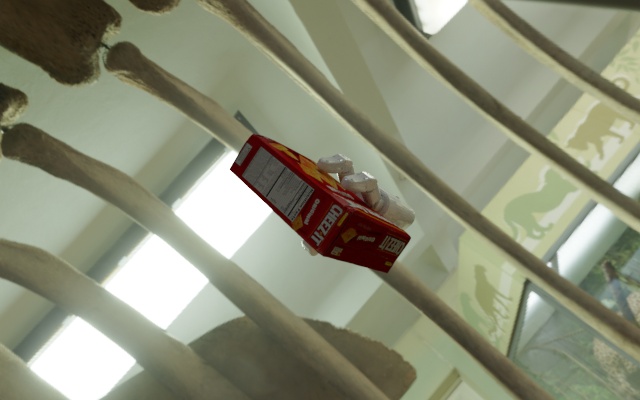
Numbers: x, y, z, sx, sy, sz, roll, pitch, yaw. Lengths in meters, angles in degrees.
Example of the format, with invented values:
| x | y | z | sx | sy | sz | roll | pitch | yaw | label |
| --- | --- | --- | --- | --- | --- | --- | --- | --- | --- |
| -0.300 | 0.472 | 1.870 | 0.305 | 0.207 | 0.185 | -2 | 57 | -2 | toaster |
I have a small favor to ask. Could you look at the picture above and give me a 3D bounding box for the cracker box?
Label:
| x | y | z | sx | sy | sz | roll | pitch | yaw | label |
| --- | --- | --- | --- | --- | --- | --- | --- | --- | --- |
| 0.000 | 0.002 | 0.659 | 0.213 | 0.072 | 0.164 | 39 | 10 | 37 | cracker box |
